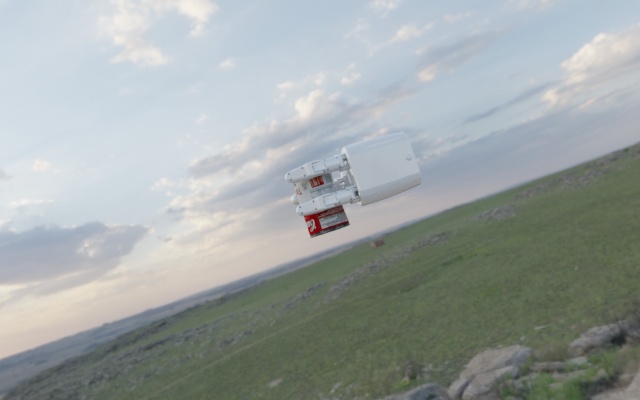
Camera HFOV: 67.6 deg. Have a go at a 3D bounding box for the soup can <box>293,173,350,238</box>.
[{"bbox_3d":[0.000,0.002,0.779,0.068,0.102,0.068,-18,-5,-2],"label":"soup can"}]
